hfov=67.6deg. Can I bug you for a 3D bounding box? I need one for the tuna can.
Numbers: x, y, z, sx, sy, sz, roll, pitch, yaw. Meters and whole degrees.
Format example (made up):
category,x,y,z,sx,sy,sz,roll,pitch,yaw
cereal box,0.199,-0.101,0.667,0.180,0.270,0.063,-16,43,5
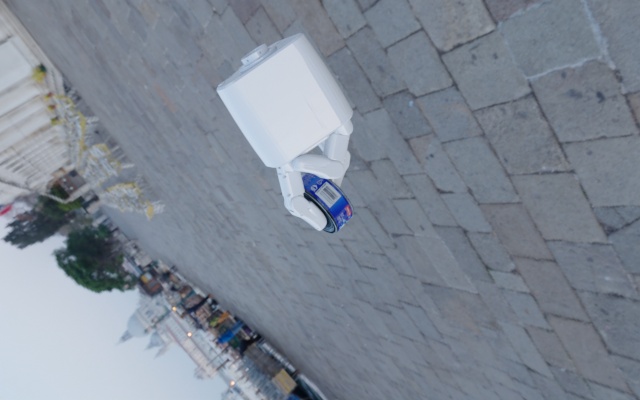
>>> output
category,x,y,z,sx,sy,sz,roll,pitch,yaw
tuna can,0.000,0.002,0.611,0.033,0.086,0.086,-46,18,-18
